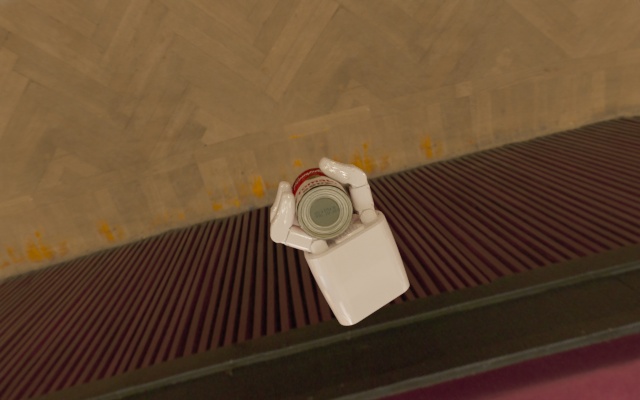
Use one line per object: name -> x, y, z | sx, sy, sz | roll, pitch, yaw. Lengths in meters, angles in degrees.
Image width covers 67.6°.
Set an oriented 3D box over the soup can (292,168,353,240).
soup can -> 0.000, 0.002, 0.594 | 0.068, 0.068, 0.102 | 0, 15, -6
